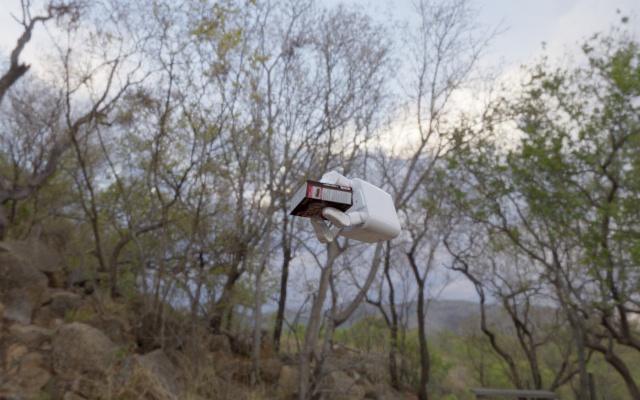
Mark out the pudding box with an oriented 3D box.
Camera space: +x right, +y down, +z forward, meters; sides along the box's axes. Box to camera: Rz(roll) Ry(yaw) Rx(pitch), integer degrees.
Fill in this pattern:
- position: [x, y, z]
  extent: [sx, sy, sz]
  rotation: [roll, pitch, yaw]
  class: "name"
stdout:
- position: [0.000, 0.003, 0.878]
  extent: [0.090, 0.039, 0.113]
  rotation: [8, -22, -15]
  class: "pudding box"
